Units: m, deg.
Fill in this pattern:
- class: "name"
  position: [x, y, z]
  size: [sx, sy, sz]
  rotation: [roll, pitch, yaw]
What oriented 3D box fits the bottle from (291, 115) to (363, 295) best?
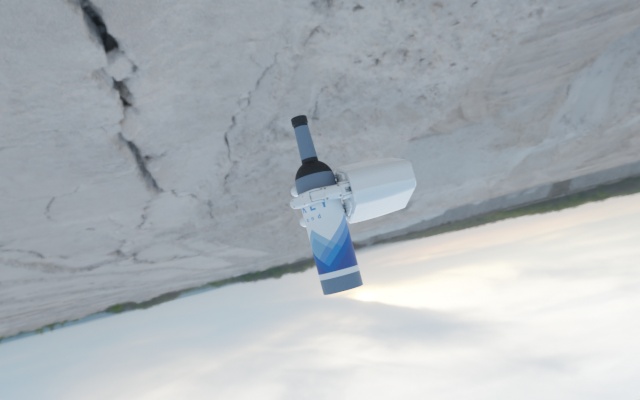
- class: "bottle"
  position: [0.000, 0.003, 0.785]
  size: [0.069, 0.295, 0.069]
  rotation: [-14, -6, -2]
